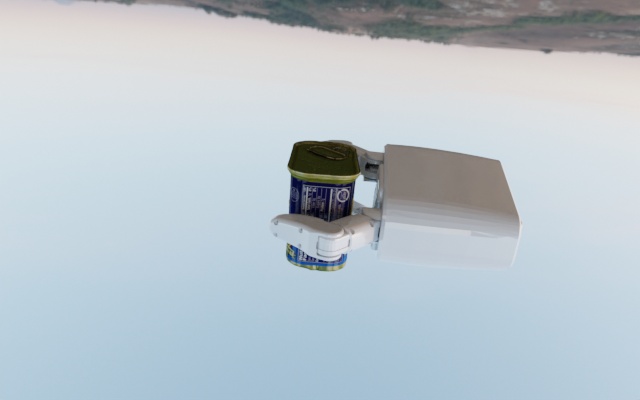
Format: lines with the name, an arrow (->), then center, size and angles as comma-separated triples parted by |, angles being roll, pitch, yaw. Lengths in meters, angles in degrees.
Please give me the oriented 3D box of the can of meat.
can of meat -> 0.000, 0.002, 0.414 | 0.057, 0.084, 0.102 | 5, 21, -1
